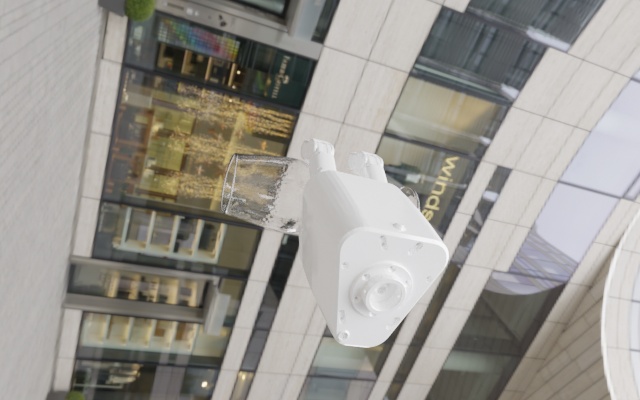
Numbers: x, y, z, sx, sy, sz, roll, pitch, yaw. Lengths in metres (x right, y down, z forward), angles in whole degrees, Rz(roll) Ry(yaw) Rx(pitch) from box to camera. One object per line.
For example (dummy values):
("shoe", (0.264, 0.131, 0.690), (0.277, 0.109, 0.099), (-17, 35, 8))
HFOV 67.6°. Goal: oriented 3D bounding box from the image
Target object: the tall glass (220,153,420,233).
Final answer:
("tall glass", (0.001, 0.002, 0.507), (0.201, 0.079, 0.079), (12, -4, -19))
